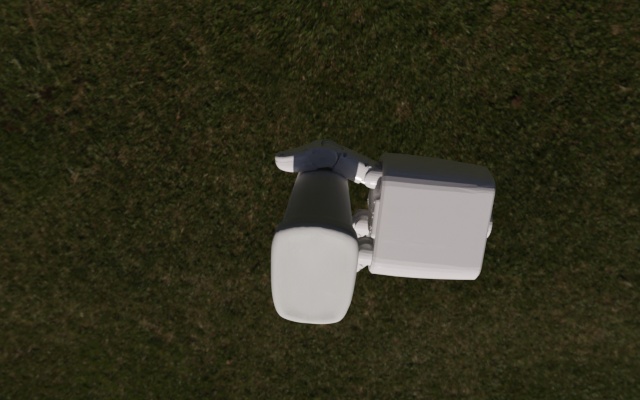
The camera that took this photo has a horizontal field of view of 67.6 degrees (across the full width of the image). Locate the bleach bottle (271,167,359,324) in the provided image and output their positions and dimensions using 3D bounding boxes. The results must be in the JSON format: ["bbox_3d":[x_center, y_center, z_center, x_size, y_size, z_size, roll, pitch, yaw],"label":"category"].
[{"bbox_3d":[0.000,0.002,0.479,0.068,0.103,0.250,5,29,0],"label":"bleach bottle"}]
